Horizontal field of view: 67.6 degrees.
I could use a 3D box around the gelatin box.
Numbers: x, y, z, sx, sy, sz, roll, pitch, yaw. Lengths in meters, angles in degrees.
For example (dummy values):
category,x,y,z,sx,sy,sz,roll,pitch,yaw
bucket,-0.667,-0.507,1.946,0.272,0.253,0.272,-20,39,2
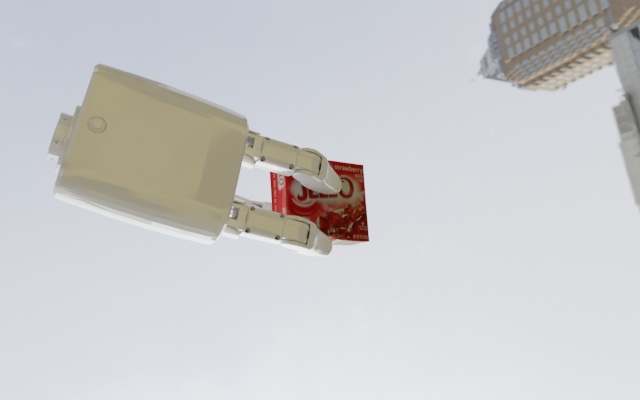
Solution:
category,x,y,z,sx,sy,sz,roll,pitch,yaw
gelatin box,0.000,0.002,0.423,0.089,0.073,0.030,5,-15,-36
